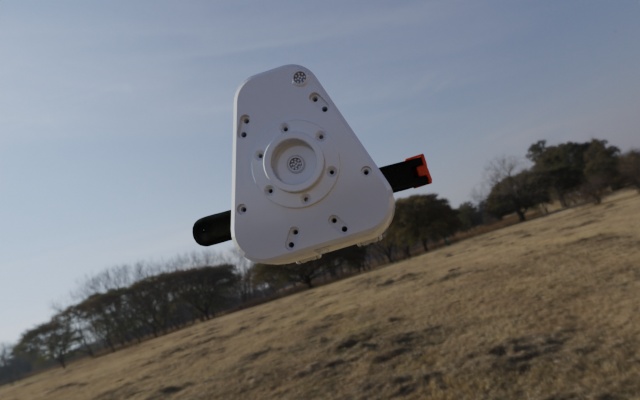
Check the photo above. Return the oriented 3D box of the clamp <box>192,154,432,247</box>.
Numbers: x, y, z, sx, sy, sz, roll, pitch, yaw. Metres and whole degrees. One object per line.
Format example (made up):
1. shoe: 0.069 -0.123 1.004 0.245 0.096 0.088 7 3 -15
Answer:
1. clamp: 0.000 0.001 0.464 0.210 0.036 0.164 -17 -3 4
